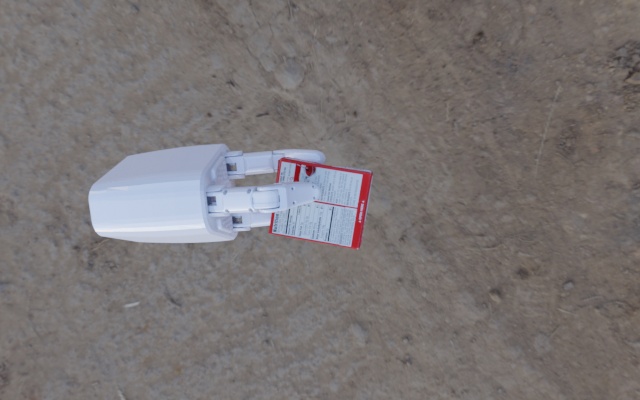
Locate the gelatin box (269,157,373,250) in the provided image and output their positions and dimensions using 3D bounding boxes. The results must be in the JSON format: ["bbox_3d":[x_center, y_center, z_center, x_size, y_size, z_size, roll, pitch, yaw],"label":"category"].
[{"bbox_3d":[0.000,0.002,0.451,0.089,0.073,0.030,10,8,7],"label":"gelatin box"}]
